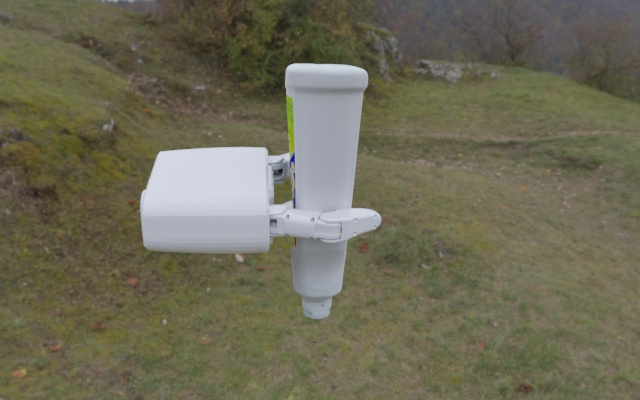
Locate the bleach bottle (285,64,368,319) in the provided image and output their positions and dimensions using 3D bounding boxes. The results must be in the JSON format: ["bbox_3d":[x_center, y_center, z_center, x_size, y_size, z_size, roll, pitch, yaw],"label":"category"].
[{"bbox_3d":[0.000,0.001,0.457,0.068,0.251,0.102,-1,18,-7],"label":"bleach bottle"}]
